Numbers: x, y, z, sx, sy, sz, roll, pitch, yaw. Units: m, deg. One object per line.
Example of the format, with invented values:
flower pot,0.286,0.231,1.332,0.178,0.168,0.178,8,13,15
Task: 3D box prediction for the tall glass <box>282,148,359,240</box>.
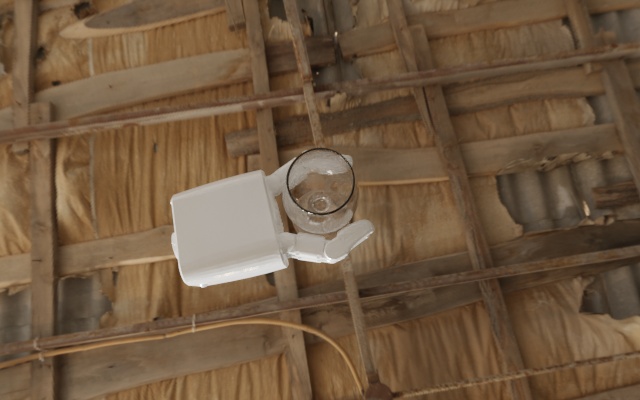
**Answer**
tall glass,0.000,0.002,0.521,0.079,0.079,0.201,0,-11,0
